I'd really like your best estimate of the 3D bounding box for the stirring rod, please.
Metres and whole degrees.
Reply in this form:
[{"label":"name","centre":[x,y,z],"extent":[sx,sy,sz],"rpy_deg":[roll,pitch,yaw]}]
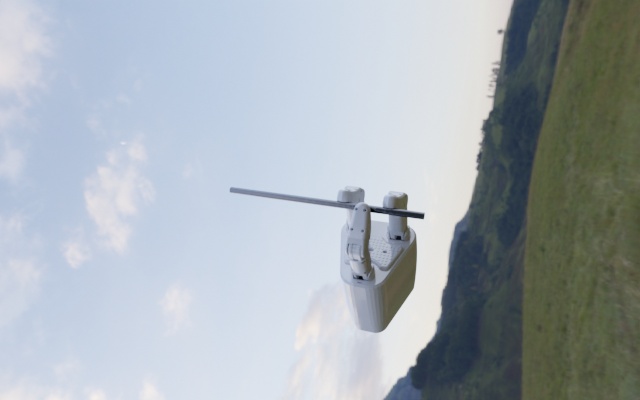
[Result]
[{"label":"stirring rod","centre":[0.000,0.002,0.557],"extent":[0.239,0.011,0.011],"rpy_deg":[8,3,20]}]
